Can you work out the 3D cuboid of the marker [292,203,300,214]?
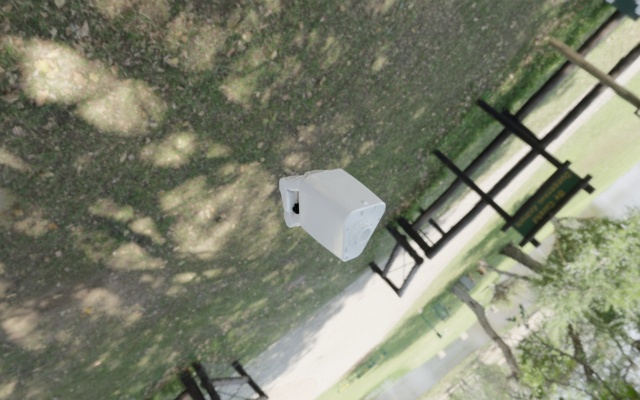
[{"bbox_3d":[0.000,0.003,0.832,0.121,0.020,0.020,-15,10,-40],"label":"marker"}]
